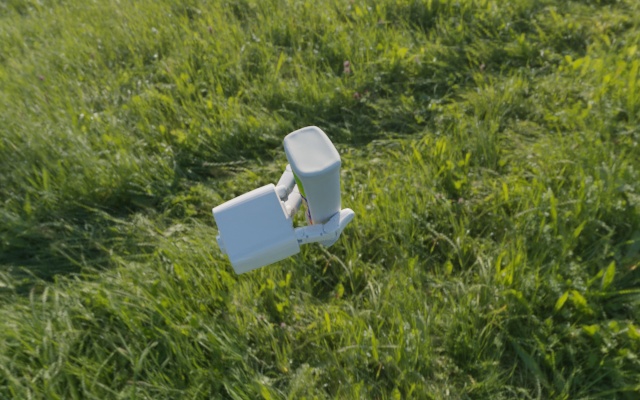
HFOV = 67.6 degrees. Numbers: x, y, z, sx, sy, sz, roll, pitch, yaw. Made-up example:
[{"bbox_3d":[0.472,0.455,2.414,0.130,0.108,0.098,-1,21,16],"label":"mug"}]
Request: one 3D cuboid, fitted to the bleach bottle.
[{"bbox_3d":[0.000,0.002,0.780,0.068,0.102,0.251,-22,-38,-8],"label":"bleach bottle"}]
